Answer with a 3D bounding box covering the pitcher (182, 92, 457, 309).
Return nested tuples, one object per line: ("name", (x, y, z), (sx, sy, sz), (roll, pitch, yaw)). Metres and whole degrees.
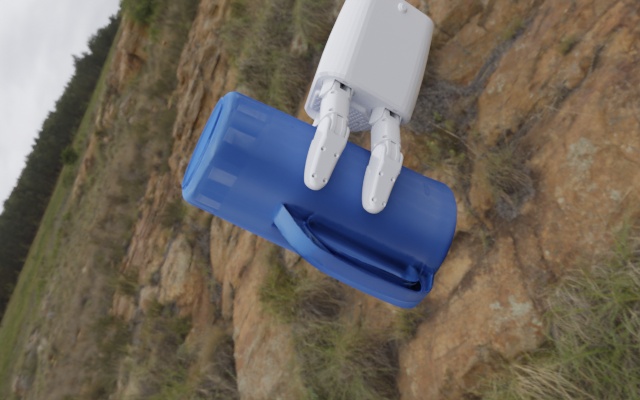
("pitcher", (0.000, 0.001, 0.453), (0.243, 0.145, 0.149), (24, -15, -20))
